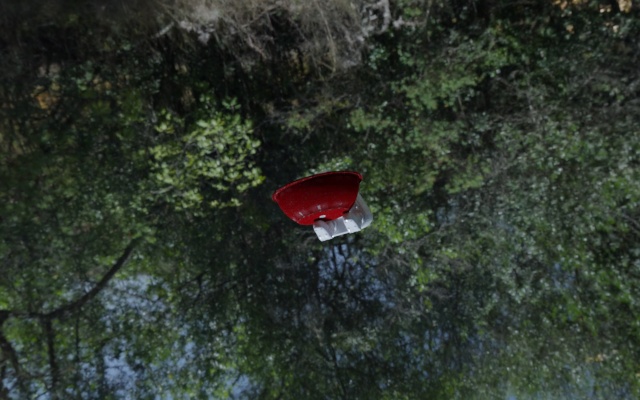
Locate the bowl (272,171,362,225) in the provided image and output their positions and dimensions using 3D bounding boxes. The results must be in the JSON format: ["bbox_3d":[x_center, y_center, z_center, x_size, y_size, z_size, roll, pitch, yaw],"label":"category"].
[{"bbox_3d":[0.000,0.003,0.826,0.162,0.055,0.162,-12,-15,-3],"label":"bowl"}]
